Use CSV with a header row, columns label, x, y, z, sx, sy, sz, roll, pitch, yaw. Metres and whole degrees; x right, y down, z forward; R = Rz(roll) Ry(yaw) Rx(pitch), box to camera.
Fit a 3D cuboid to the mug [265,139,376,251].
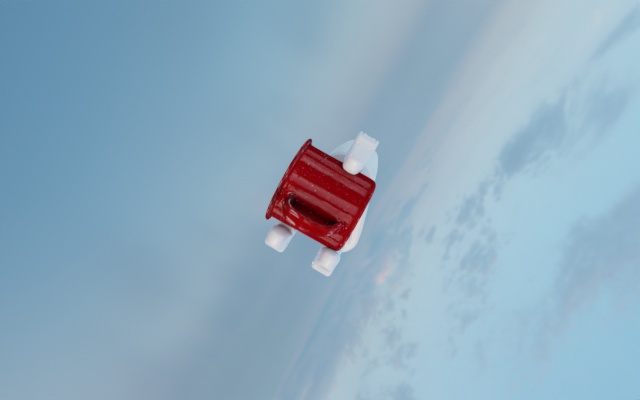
label,x,y,z,sx,sy,sz,roll,pitch,yaw
mug,0.000,0.002,0.467,0.081,0.093,0.117,29,22,2
